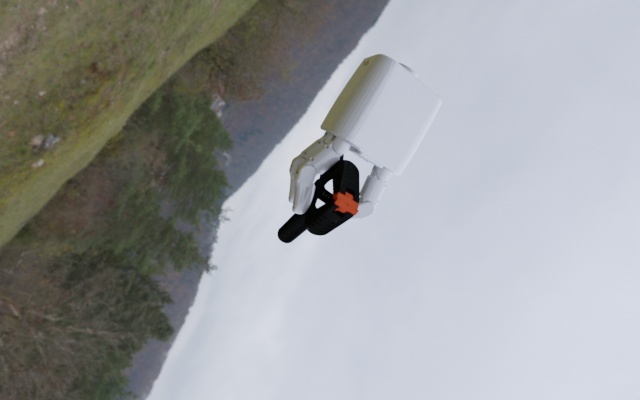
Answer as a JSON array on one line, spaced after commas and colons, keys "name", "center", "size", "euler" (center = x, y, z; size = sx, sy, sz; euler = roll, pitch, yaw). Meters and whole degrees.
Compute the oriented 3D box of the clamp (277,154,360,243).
[{"name": "clamp", "center": [0.001, 0.002, 0.588], "size": [0.036, 0.164, 0.210], "euler": [28, 6, -14]}]
